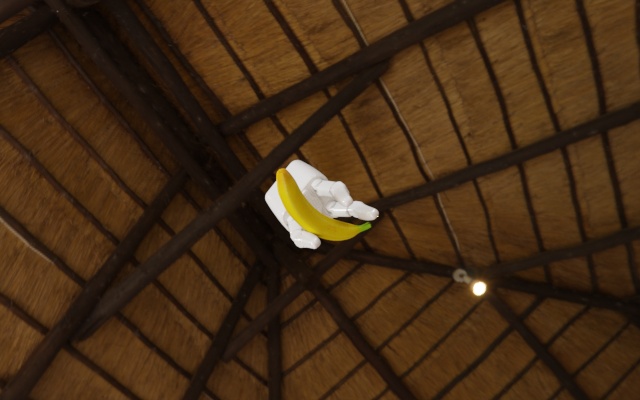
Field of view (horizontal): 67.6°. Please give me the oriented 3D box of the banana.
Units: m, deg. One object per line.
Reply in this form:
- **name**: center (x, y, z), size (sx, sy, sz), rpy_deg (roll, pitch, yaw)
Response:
- **banana**: center (-0.008, 0.019, 0.779), size (0.198, 0.069, 0.037), rpy_deg (31, 8, -31)
